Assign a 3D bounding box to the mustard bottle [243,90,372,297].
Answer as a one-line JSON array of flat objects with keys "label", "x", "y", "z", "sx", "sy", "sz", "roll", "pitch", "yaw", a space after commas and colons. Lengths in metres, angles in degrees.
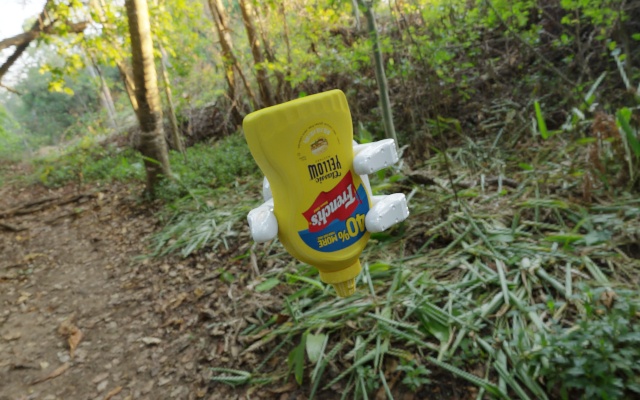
[{"label": "mustard bottle", "x": 0.000, "y": 0.001, "z": 0.446, "sx": 0.096, "sy": 0.192, "sz": 0.058, "roll": -23, "pitch": 16, "yaw": -28}]
